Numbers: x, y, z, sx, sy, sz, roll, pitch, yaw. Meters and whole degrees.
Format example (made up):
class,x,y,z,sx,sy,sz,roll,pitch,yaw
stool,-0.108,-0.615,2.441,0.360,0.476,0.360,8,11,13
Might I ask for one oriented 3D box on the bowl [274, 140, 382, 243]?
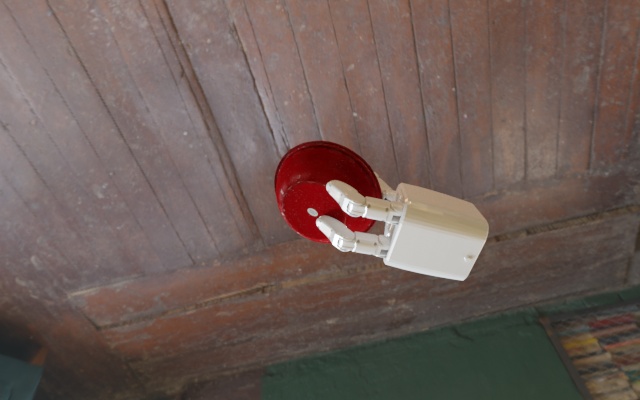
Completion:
class,x,y,z,sx,sy,sz,roll,pitch,yaw
bowl,-0.001,0.002,0.657,0.162,0.162,0.055,0,29,23
